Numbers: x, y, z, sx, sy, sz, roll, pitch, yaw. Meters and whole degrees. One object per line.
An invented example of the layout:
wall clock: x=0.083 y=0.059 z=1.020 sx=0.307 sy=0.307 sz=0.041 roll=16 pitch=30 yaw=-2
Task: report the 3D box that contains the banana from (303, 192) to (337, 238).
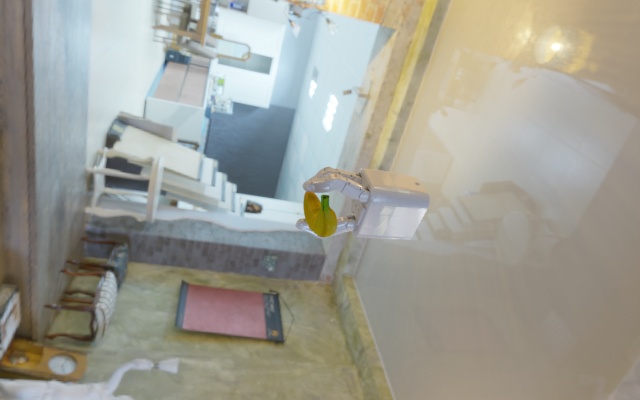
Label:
banana: x=0.000 y=0.021 z=0.759 sx=0.037 sy=0.069 sz=0.198 roll=3 pitch=2 yaw=-11
